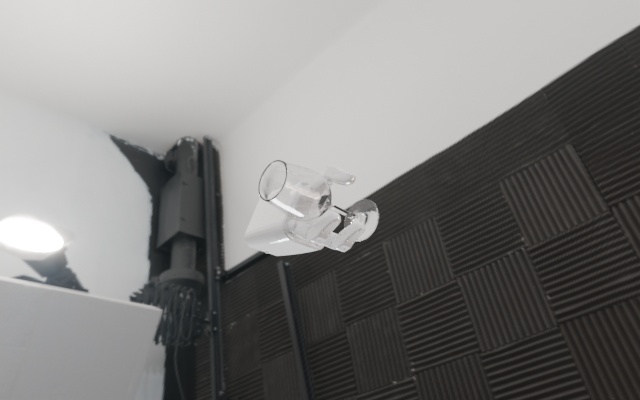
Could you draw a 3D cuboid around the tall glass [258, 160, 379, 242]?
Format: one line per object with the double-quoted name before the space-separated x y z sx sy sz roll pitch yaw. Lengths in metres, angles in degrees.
"tall glass" 0.001 0.003 0.740 0.079 0.079 0.201 0 -18 46
